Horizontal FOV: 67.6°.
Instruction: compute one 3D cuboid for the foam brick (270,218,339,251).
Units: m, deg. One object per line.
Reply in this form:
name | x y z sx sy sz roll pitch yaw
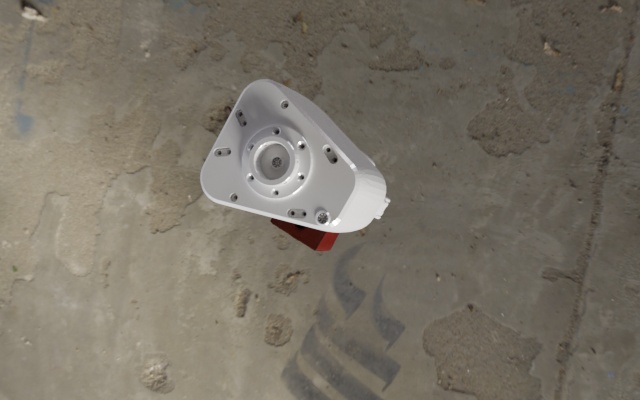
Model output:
foam brick | 0.000 0.002 0.444 0.053 0.078 0.051 31 7 16
